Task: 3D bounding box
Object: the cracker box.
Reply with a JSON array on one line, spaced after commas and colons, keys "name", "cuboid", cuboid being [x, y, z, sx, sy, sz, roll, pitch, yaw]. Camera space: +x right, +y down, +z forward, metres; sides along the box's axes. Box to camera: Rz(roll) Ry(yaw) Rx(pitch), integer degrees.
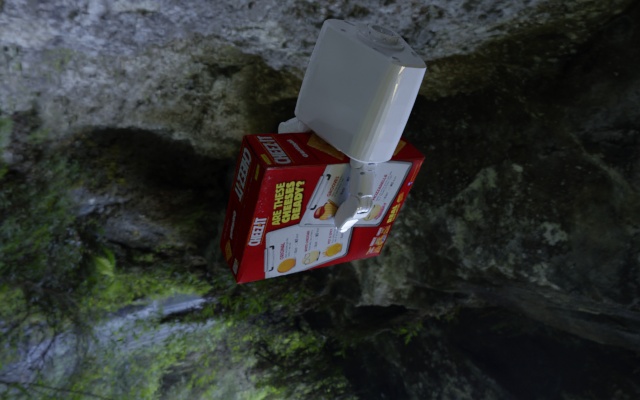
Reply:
[{"name": "cracker box", "cuboid": [0.000, 0.002, 0.571, 0.213, 0.164, 0.072, -6, 41, -33]}]
